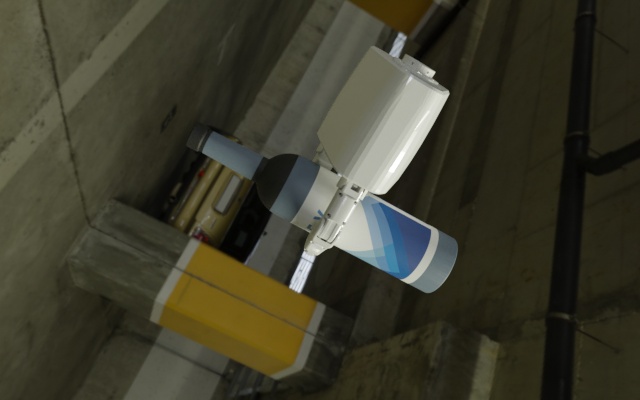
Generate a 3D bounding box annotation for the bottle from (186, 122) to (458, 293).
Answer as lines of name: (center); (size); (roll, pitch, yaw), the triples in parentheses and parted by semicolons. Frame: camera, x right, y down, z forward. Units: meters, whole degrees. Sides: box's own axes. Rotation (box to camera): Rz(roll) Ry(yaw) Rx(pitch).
bottle: (0.000, 0.002, 0.498); (0.296, 0.069, 0.069); (28, -4, -8)
